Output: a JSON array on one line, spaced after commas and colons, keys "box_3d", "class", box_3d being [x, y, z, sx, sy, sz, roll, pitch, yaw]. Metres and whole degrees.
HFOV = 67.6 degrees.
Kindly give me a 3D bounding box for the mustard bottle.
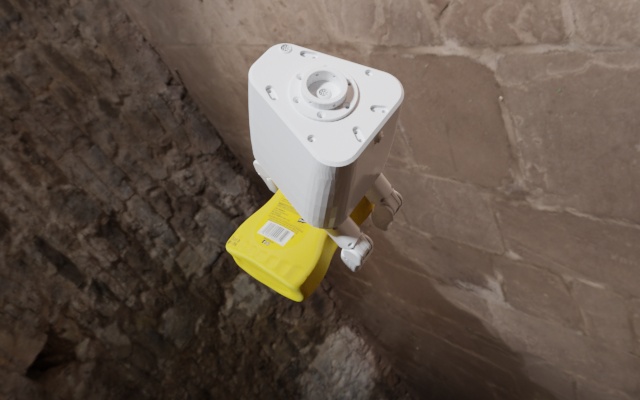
[{"box_3d": [0.000, 0.002, 0.481, 0.096, 0.191, 0.058, 23, -27, 33], "class": "mustard bottle"}]
